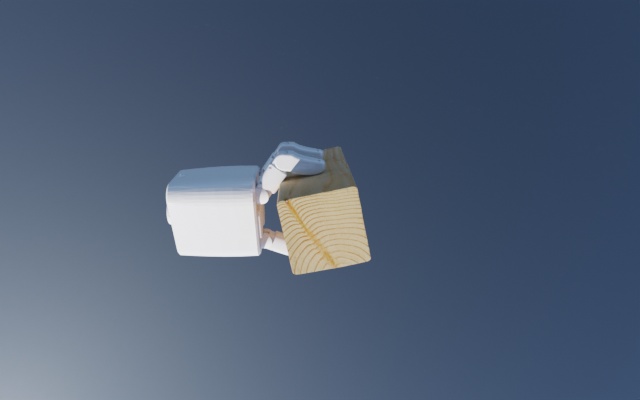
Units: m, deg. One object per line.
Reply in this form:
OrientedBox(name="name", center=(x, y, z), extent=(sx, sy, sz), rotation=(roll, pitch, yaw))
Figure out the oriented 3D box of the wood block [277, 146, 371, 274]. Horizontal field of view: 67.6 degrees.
OrientedBox(name="wood block", center=(0.000, 0.002, 0.611), extent=(0.090, 0.091, 0.206), rotation=(-11, 19, 1))
